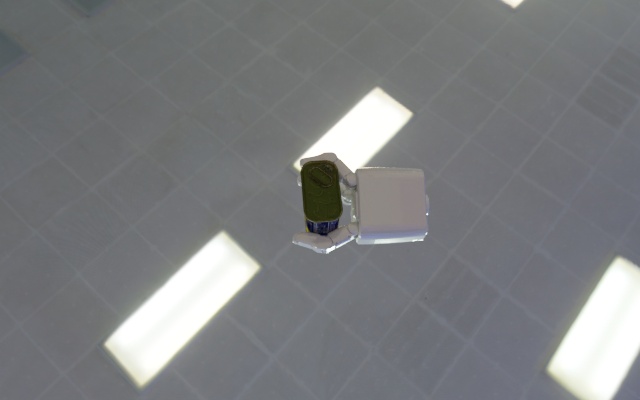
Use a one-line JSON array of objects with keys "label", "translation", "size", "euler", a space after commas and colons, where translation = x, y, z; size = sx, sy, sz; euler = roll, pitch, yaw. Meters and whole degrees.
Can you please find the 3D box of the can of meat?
[{"label": "can of meat", "translation": [0.000, 0.003, 0.740], "size": [0.057, 0.102, 0.084], "euler": [-4, -26, -4]}]
